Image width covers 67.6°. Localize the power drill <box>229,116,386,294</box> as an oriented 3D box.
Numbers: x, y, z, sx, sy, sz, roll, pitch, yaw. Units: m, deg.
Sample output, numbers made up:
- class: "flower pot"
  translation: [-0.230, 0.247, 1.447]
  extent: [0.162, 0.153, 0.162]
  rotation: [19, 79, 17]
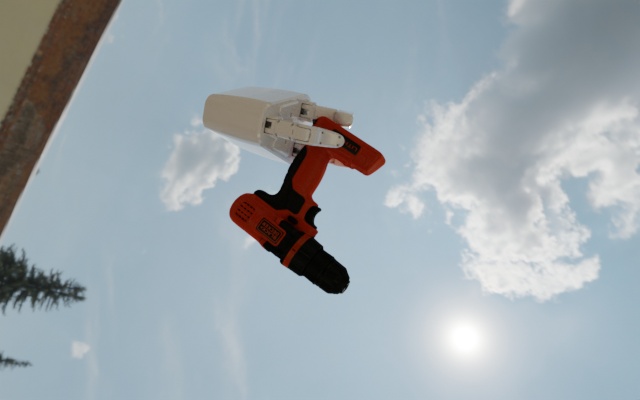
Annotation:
- class: "power drill"
  translation: [0.000, 0.001, 0.614]
  extent: [0.184, 0.187, 0.057]
  rotation: [36, -3, 10]
